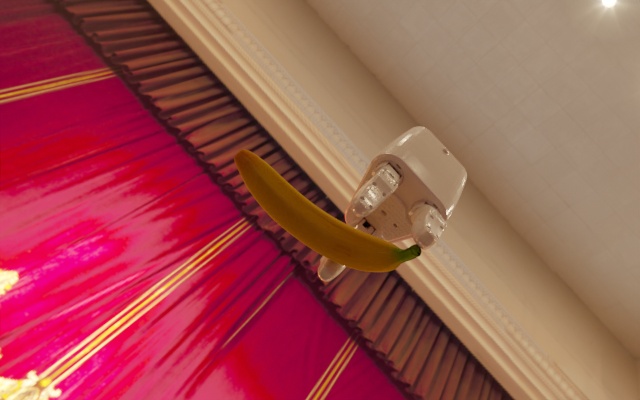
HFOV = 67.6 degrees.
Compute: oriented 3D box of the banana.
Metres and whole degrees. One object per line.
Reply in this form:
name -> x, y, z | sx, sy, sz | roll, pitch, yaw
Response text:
banana -> -0.001, 0.017, 0.452 | 0.198, 0.070, 0.037 | 28, 40, 17
